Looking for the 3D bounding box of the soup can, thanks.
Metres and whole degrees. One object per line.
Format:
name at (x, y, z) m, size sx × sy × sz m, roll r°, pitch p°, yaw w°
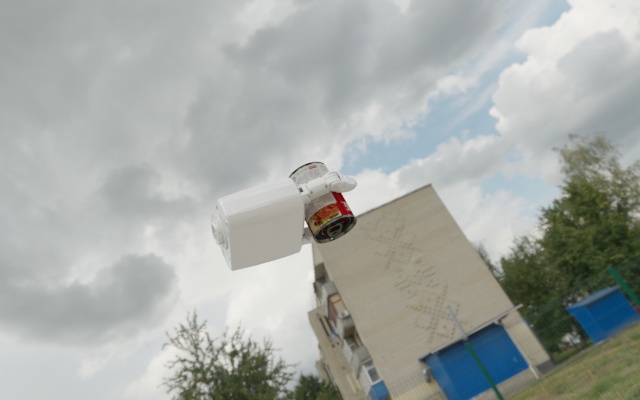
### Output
soup can at (0.000, 0.002, 0.699) m, size 0.068 × 0.102 × 0.068 m, roll -23°, pitch -26°, yaw -12°
